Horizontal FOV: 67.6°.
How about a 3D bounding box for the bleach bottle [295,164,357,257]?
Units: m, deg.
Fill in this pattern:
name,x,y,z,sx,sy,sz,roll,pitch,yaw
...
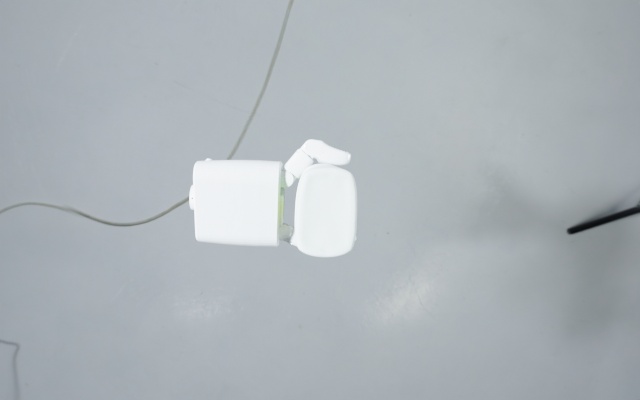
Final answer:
name,x,y,z,sx,sy,sz,roll,pitch,yaw
bleach bottle,0.000,0.002,0.636,0.068,0.102,0.251,3,4,-3
